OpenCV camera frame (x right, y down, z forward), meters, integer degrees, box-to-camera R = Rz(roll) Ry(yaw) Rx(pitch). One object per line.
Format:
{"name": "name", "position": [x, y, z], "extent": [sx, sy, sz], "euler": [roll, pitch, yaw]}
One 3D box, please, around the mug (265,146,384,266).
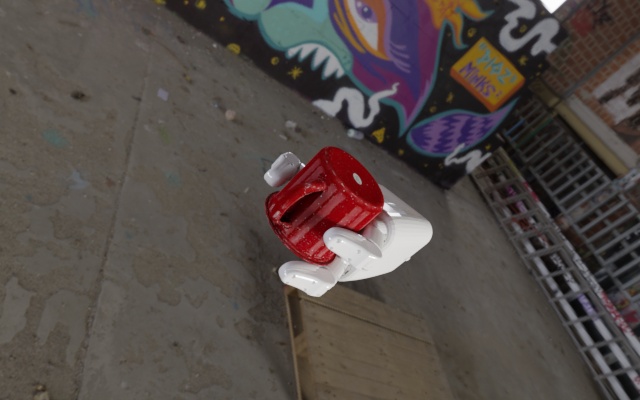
{"name": "mug", "position": [-0.001, 0.001, 0.453], "extent": [0.081, 0.093, 0.117], "euler": [-44, -26, 25]}
